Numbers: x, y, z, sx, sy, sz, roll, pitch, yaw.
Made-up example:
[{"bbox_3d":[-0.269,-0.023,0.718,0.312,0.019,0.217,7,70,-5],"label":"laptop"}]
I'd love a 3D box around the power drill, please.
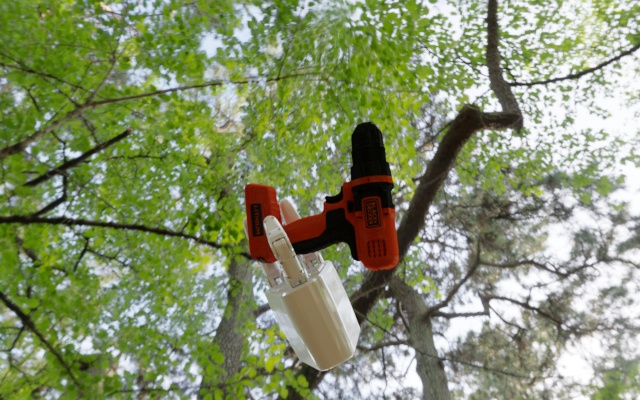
[{"bbox_3d":[0.000,0.002,0.602,0.187,0.184,0.057,-9,-12,16],"label":"power drill"}]
